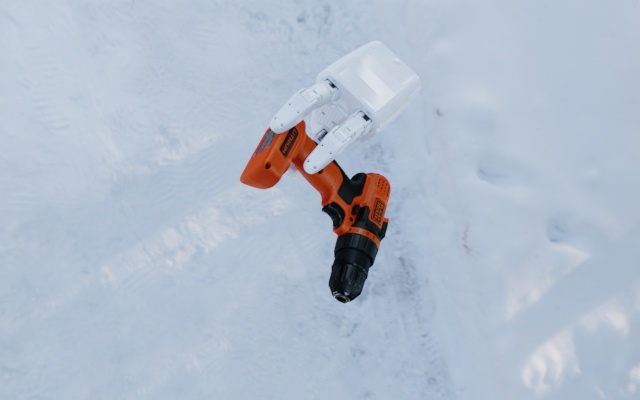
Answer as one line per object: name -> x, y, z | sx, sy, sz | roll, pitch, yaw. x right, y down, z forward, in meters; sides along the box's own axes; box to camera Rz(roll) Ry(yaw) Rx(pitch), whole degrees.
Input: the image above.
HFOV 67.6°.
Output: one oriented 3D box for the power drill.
power drill -> 0.000, 0.001, 0.556 | 0.188, 0.184, 0.057 | 41, -44, -24
